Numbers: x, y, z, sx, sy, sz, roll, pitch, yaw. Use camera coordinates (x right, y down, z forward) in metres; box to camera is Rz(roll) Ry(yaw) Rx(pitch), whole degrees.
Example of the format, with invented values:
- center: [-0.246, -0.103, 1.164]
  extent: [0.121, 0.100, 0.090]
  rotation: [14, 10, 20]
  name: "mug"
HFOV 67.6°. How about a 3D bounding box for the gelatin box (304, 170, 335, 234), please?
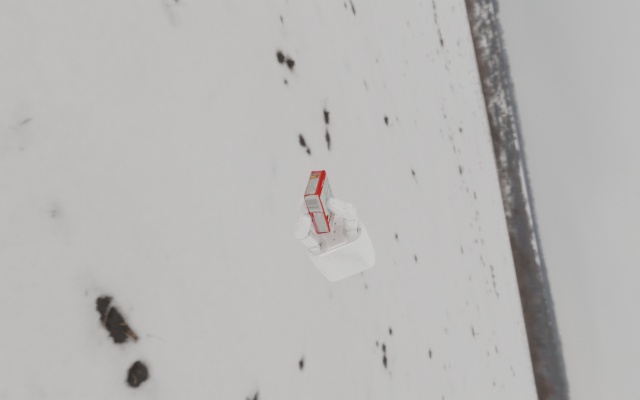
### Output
- center: [0.000, 0.002, 0.846]
  extent: [0.030, 0.089, 0.073]
  rotation: [-5, 38, 17]
  name: "gelatin box"
